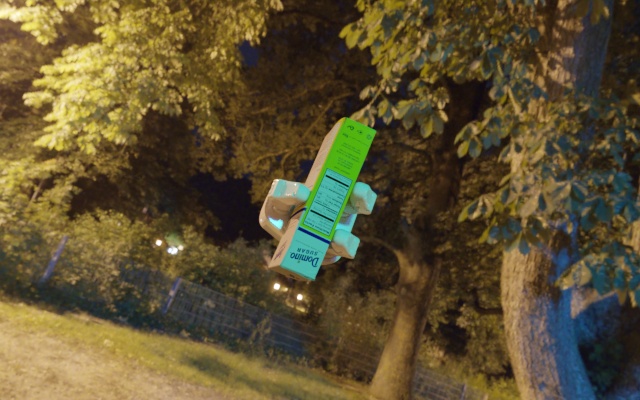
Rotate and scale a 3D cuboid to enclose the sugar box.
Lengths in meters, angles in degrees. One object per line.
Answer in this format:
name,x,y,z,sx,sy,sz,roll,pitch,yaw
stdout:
sugar box,0.001,0.002,0.534,0.048,0.176,0.093,23,-13,-9
